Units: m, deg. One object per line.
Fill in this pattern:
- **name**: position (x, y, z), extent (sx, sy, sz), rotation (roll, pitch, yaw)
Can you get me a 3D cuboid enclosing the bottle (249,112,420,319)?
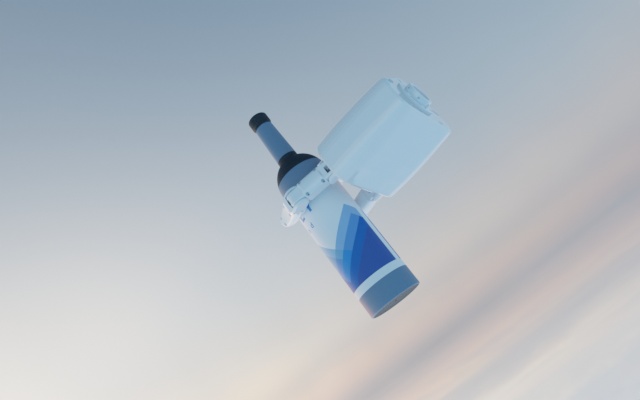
- **bottle**: position (0.000, 0.002, 0.579), extent (0.069, 0.295, 0.069), rotation (-32, -22, -14)
